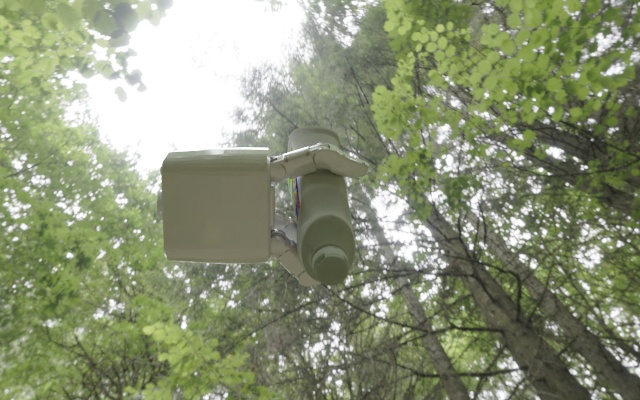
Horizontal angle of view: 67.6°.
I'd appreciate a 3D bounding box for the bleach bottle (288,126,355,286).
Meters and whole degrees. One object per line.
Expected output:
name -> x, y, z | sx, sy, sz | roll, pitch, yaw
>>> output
bleach bottle -> 0.000, 0.002, 0.512 | 0.068, 0.103, 0.250 | 0, 24, -5
